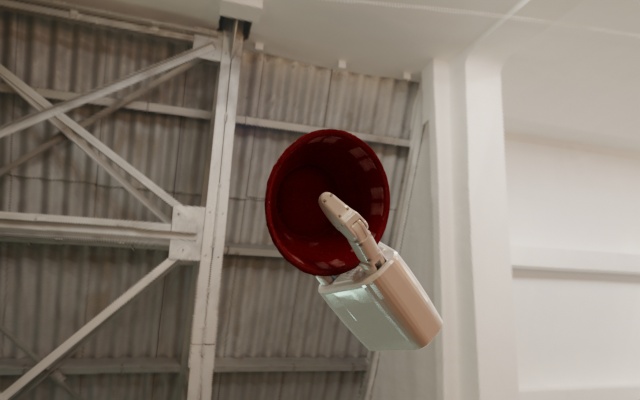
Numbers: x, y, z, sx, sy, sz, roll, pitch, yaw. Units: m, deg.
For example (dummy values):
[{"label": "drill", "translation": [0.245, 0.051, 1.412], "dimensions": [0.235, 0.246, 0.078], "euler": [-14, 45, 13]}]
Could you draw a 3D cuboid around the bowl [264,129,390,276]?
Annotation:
[{"label": "bowl", "translation": [-0.001, 0.001, 0.544], "dimensions": [0.162, 0.162, 0.055], "euler": [0, 3, -31]}]
